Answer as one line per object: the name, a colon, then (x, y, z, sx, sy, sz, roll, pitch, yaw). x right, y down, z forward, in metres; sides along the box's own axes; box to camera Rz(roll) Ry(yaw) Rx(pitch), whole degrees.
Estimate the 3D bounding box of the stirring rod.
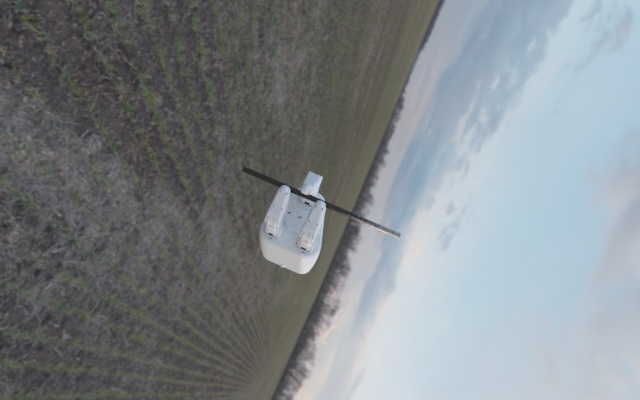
stirring rod: (0.000, 0.002, 0.673, 0.239, 0.011, 0.011, 23, 2, 4)
